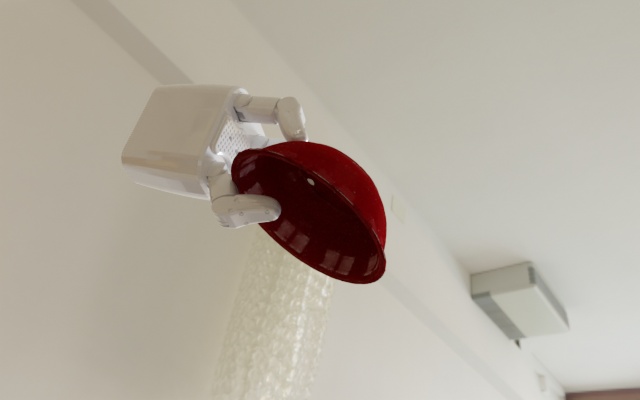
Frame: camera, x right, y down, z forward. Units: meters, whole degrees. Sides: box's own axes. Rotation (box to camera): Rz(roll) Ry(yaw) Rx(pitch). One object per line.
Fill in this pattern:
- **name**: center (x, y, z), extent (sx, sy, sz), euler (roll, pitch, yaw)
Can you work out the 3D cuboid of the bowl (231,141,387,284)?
- **bowl**: center (0.001, 0.002, 0.422), extent (0.162, 0.162, 0.055), euler (0, 43, 51)
